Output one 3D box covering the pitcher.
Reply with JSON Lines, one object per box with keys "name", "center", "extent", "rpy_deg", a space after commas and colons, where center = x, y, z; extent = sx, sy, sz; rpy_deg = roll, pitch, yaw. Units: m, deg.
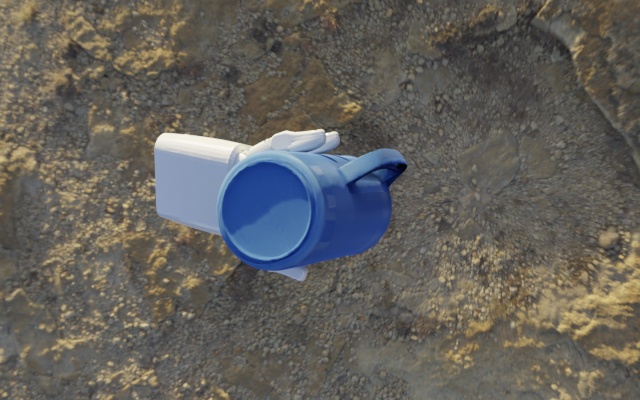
{"name": "pitcher", "center": [0.000, 0.002, 0.526], "extent": [0.145, 0.149, 0.243], "rpy_deg": [14, 5, 18]}
